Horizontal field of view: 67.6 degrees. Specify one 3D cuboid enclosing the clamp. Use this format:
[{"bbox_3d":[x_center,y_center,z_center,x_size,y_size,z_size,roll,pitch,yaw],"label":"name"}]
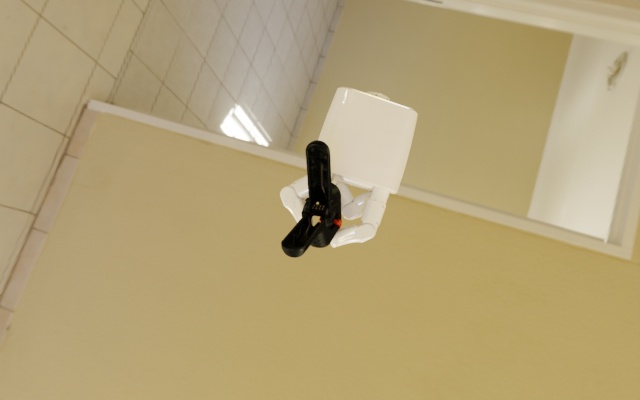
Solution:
[{"bbox_3d":[0.001,0.002,0.542,0.039,0.120,0.171,18,0,11],"label":"clamp"}]
